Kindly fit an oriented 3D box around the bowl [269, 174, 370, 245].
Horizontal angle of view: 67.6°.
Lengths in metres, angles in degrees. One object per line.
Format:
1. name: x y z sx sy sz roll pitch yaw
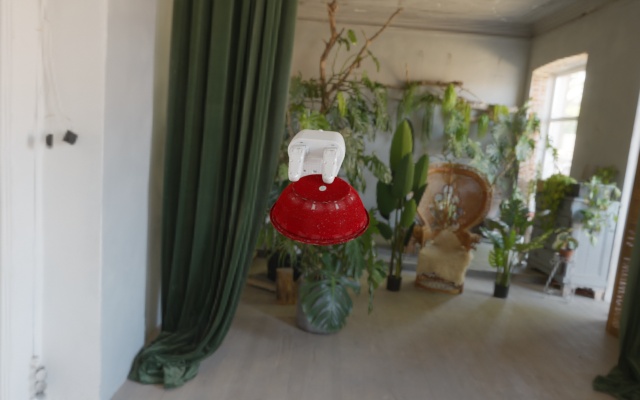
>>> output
1. bowl: 0.000 0.003 0.755 0.162 0.055 0.162 3 31 -2
